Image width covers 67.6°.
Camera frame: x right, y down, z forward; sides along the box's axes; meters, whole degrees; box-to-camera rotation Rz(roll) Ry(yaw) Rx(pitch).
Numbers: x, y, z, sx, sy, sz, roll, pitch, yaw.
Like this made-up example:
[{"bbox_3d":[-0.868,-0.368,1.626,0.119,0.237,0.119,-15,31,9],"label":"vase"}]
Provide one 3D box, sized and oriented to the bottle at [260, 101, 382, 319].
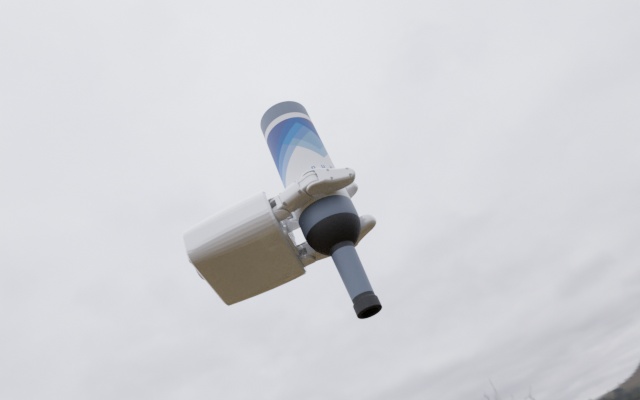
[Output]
[{"bbox_3d":[0.000,0.002,0.560,0.069,0.295,0.069,-16,-36,-12],"label":"bottle"}]
